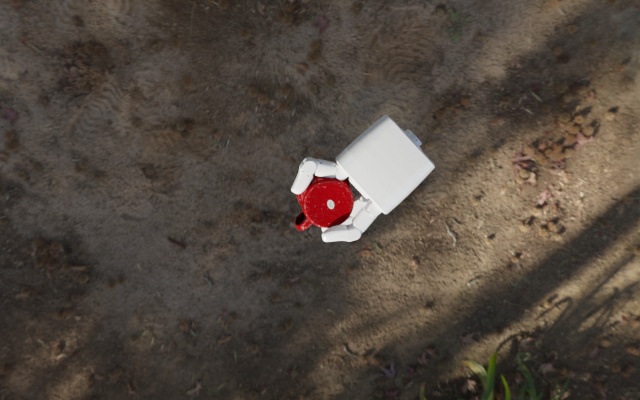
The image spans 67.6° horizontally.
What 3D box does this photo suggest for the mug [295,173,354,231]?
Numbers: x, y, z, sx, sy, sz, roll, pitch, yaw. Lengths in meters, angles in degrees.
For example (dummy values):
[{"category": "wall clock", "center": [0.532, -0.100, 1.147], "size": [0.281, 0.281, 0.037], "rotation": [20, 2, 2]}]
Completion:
[{"category": "mug", "center": [-0.001, 0.004, 0.776], "size": [0.093, 0.117, 0.081], "rotation": [43, 9, -17]}]
